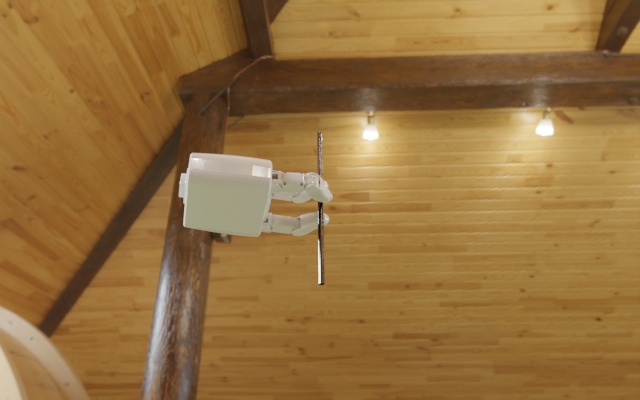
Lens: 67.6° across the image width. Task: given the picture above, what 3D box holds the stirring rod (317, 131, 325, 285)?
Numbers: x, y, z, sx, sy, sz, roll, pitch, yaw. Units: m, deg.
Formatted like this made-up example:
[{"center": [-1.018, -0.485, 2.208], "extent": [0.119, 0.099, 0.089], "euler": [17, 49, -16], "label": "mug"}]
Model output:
[{"center": [0.000, 0.002, 0.672], "extent": [0.011, 0.239, 0.011], "euler": [-1, -29, 0], "label": "stirring rod"}]
